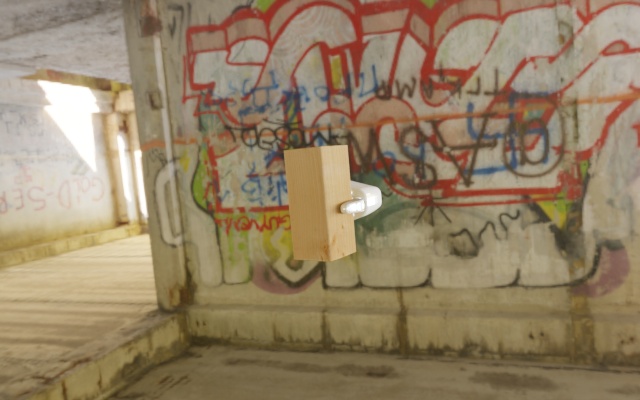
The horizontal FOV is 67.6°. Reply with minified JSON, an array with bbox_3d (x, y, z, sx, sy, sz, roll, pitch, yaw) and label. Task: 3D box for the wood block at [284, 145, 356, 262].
[{"bbox_3d":[0.001,0.003,0.900,0.091,0.206,0.090,-2,6,37],"label":"wood block"}]
